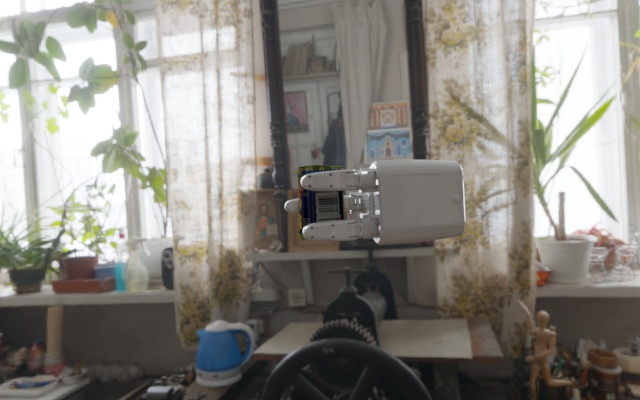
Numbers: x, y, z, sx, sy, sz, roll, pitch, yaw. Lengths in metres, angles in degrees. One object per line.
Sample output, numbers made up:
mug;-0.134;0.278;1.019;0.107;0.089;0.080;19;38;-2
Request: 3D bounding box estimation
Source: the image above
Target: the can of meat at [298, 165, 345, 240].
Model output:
can of meat;0.000;0.002;0.579;0.057;0.084;0.102;-2;0;-4
